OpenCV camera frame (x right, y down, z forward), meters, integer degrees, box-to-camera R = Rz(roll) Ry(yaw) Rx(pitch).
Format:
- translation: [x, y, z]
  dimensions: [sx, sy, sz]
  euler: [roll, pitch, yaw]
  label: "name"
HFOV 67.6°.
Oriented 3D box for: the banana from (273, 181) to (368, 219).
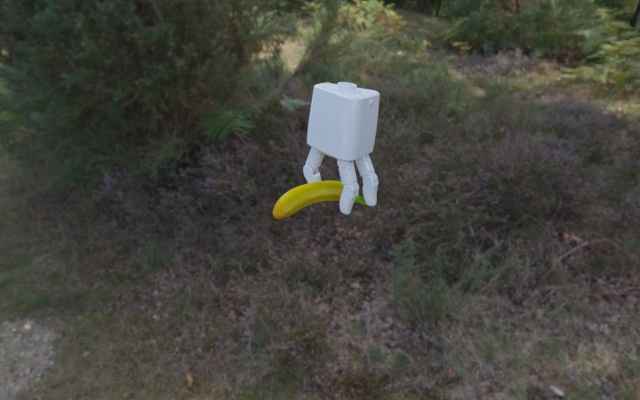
- translation: [-0.007, -0.006, 0.848]
  dimensions: [0.198, 0.037, 0.069]
  euler: [-9, 32, -32]
  label: "banana"
